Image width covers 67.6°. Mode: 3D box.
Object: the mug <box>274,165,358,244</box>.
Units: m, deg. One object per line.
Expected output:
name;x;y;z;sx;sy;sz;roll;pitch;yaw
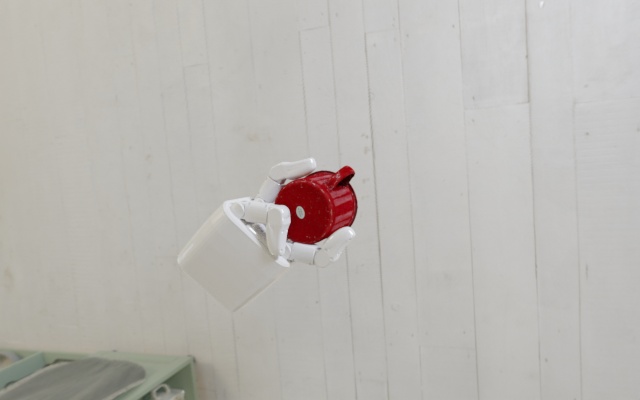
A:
mug;0.001;0.001;0.605;0.117;0.093;0.081;-46;-10;19
